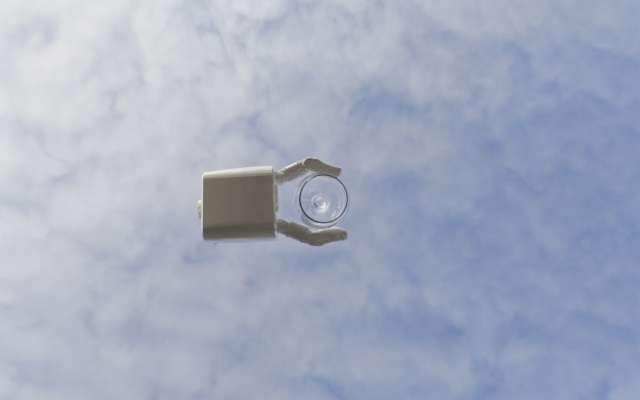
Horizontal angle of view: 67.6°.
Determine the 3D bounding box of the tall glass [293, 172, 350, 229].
[{"bbox_3d":[0.000,0.002,0.695,0.079,0.079,0.201,0,-3,-2],"label":"tall glass"}]
